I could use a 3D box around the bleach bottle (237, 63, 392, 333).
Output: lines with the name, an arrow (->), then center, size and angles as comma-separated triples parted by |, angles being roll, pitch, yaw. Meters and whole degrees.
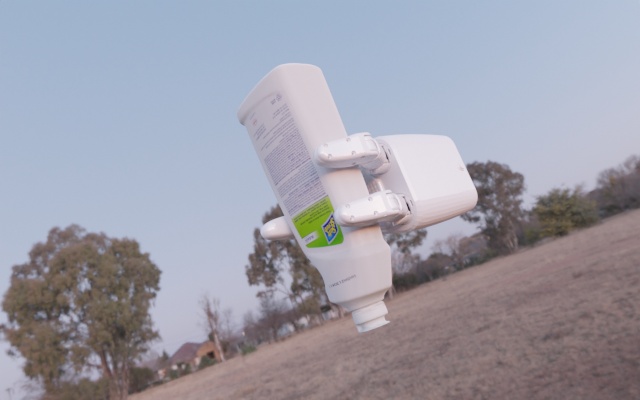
bleach bottle -> 0.000, 0.001, 0.456 | 0.068, 0.250, 0.102 | -10, -17, -40
